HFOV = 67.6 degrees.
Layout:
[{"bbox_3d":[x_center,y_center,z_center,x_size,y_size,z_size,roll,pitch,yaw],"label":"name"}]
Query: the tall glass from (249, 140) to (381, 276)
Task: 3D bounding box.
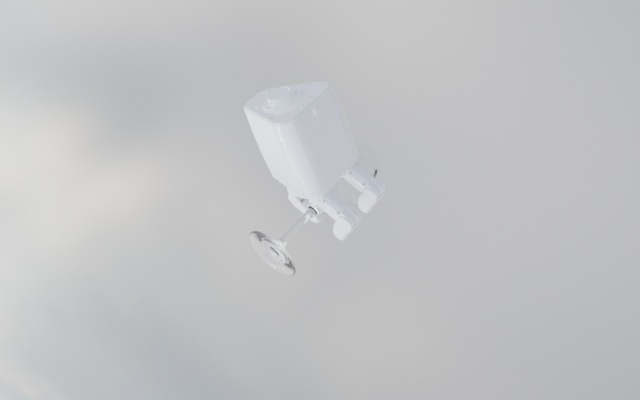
[{"bbox_3d":[0.000,0.003,0.630,0.079,0.079,0.201,0,39,51],"label":"tall glass"}]
